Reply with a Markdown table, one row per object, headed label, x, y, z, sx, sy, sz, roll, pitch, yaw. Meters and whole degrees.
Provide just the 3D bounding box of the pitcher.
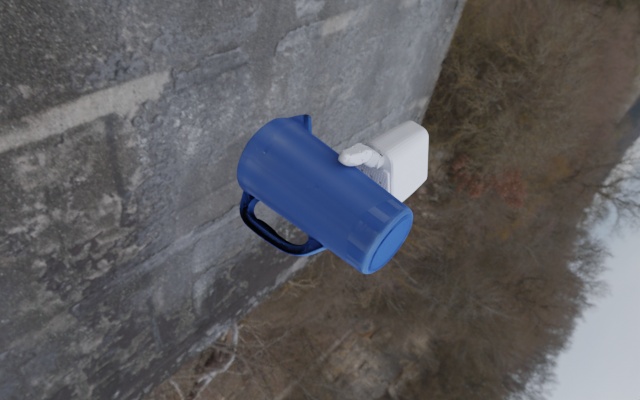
| label | x | y | z | sx | sy | sz | roll | pitch | yaw |
| --- | --- | --- | --- | --- | --- | --- | --- | --- | --- |
| pitcher | 0.000 | 0.002 | 0.684 | 0.242 | 0.149 | 0.145 | 37 | 49 | 24 |
